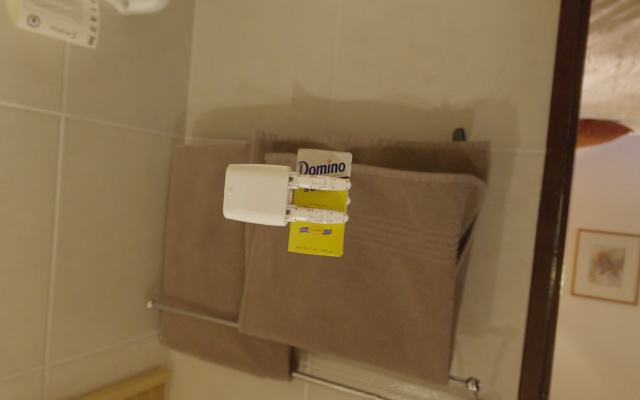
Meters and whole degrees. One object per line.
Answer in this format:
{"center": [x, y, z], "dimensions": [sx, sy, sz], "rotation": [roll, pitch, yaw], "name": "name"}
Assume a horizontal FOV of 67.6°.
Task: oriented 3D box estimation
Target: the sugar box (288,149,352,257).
{"center": [0.000, 0.003, 0.816], "dimensions": [0.093, 0.176, 0.048], "rotation": [5, 2, 6], "name": "sugar box"}
